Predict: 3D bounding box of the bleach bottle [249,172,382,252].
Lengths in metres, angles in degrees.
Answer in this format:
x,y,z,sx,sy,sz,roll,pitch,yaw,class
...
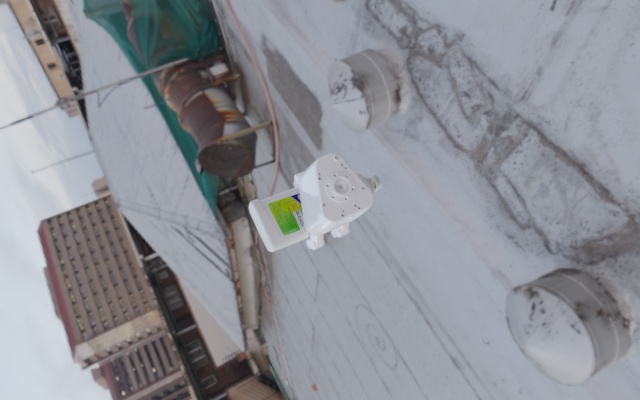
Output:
x,y,z,sx,sy,sz,roll,pitch,yaw,class
0.000,0.003,0.898,0.251,0.102,0.068,-24,-6,-18,bleach bottle
